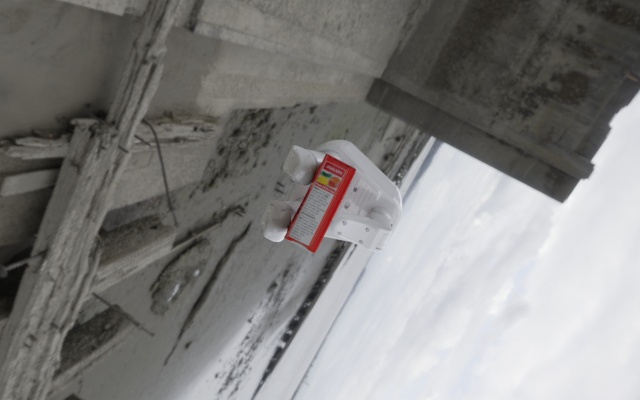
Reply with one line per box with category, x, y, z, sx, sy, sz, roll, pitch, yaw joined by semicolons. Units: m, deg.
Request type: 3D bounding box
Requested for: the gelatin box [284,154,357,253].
gelatin box;0.000;0.002;0.404;0.030;0.073;0.089;27;2;0
